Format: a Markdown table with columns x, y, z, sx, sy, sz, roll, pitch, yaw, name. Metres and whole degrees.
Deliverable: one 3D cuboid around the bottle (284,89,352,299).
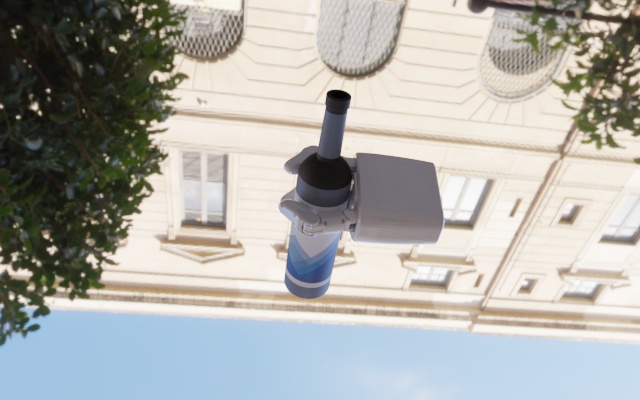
| x | y | z | sx | sy | sz | roll | pitch | yaw | name |
| --- | --- | --- | --- | --- | --- | --- | --- | --- | --- |
| 0.000 | 0.002 | 0.599 | 0.069 | 0.296 | 0.069 | 6 | 38 | -5 | bottle |
